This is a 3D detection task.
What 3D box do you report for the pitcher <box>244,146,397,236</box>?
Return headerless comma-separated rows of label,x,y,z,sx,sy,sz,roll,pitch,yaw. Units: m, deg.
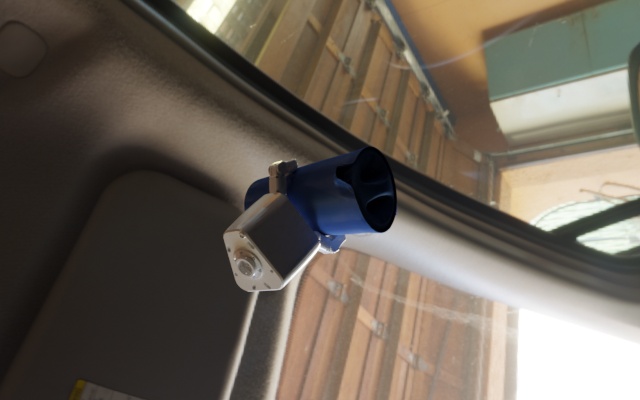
pitcher,0.000,0.003,0.797,0.243,0.149,0.145,-9,23,35
